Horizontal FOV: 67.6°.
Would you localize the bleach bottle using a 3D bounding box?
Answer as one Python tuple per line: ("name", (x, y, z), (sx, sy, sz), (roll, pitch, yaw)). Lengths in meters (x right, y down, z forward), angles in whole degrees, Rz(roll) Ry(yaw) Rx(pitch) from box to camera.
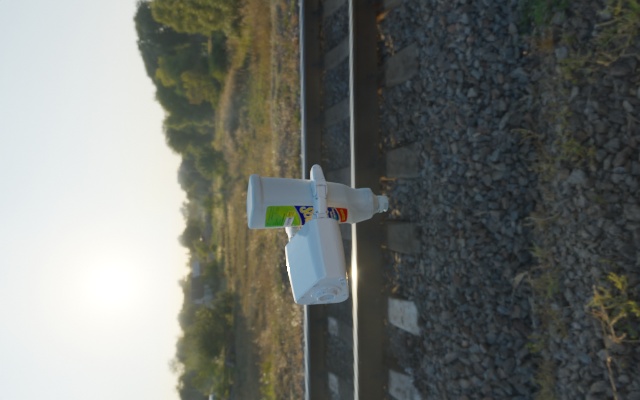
("bleach bottle", (0.000, 0.003, 0.841), (0.251, 0.068, 0.103), (-1, -35, -14))
